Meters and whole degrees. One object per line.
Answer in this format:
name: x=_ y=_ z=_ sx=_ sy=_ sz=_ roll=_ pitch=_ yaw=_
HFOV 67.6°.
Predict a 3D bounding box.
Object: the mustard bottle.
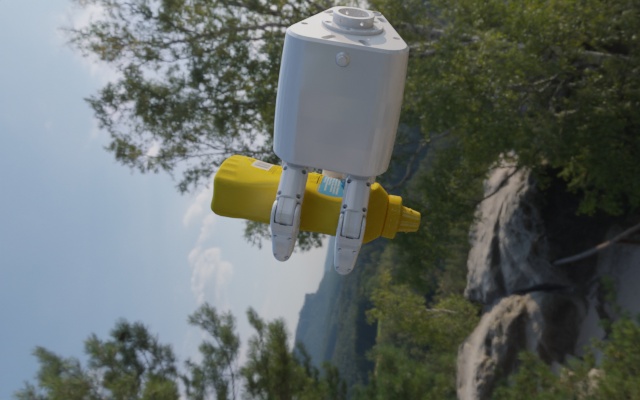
mustard bottle: x=0.000 y=0.002 z=0.460 sx=0.191 sy=0.058 sz=0.096 roll=11 pitch=13 yaw=3
